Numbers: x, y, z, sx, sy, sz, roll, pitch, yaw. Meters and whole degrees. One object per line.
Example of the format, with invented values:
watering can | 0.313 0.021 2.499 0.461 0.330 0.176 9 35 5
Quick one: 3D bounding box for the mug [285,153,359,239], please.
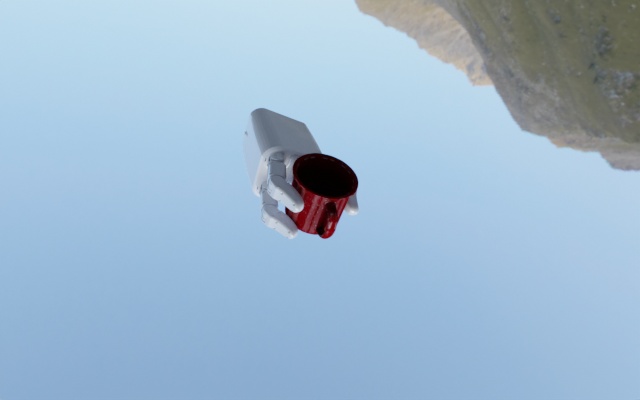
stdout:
mug | 0.001 0.003 0.662 0.093 0.117 0.082 0 -45 -22
